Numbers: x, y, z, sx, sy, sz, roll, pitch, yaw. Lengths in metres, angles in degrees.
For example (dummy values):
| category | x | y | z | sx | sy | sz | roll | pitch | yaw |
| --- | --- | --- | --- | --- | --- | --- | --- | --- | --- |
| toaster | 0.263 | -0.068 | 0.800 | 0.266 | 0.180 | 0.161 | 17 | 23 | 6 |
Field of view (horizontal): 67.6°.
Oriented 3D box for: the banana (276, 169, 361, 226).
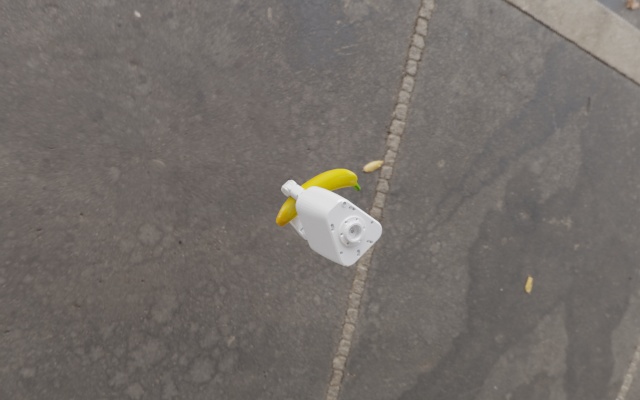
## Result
| category | x | y | z | sx | sy | sz | roll | pitch | yaw |
| --- | --- | --- | --- | --- | --- | --- | --- | --- | --- |
| banana | 0.000 | -0.015 | 0.891 | 0.198 | 0.070 | 0.037 | -23 | 28 | -27 |
